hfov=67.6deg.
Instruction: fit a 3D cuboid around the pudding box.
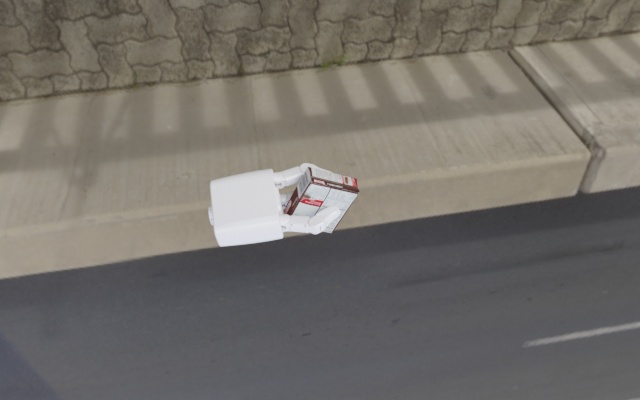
[{"bbox_3d":[0.000,0.003,0.797,0.090,0.039,0.113,12,-44,-22],"label":"pudding box"}]
